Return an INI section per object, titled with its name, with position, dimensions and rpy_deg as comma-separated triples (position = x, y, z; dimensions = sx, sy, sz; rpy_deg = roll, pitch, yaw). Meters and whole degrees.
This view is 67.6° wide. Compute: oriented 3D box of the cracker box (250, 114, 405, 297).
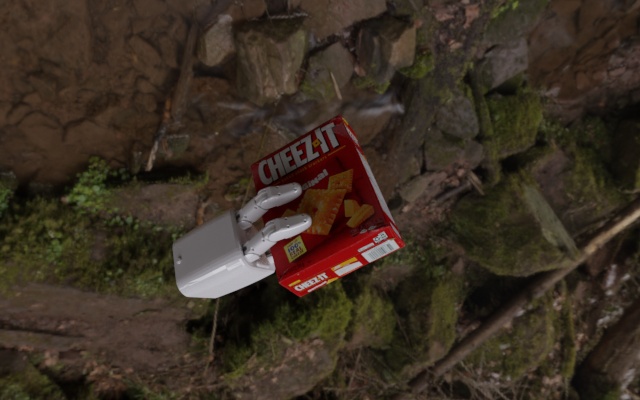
[cracker box]
position = 0.000, 0.002, 0.676
dimensions = 0.164, 0.213, 0.072
rpy_deg = -28, -36, 12
